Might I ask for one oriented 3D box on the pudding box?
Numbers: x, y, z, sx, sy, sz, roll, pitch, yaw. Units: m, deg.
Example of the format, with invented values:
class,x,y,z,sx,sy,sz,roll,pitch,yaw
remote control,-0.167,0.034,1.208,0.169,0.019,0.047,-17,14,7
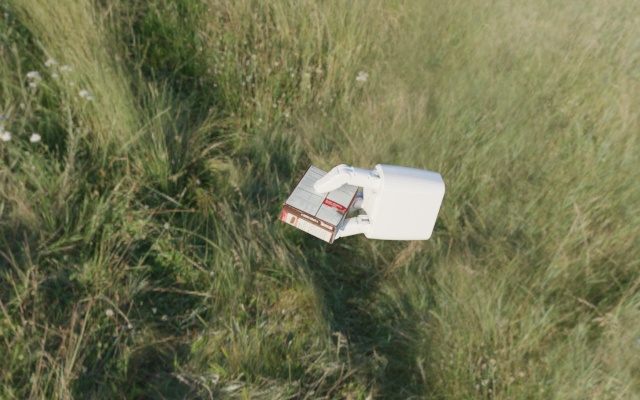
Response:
class,x,y,z,sx,sy,sz,roll,pitch,yaw
pudding box,0.000,0.002,0.740,0.090,0.039,0.113,24,41,7
